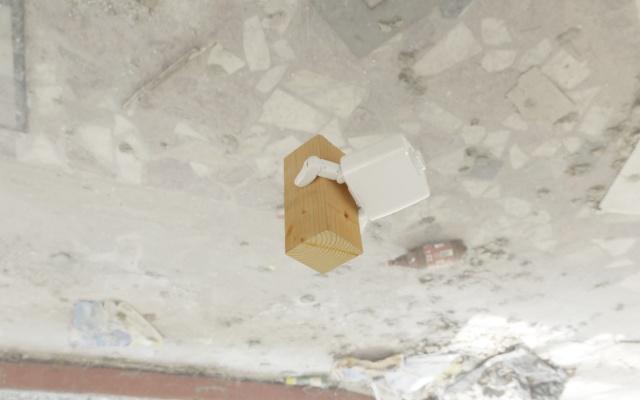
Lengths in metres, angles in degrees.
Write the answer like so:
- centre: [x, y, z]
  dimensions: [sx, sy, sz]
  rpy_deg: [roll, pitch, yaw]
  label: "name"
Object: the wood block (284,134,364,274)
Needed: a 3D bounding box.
- centre: [0.000, 0.002, 0.796]
  dimensions: [0.090, 0.206, 0.091]
  rpy_deg: [-32, -48, 28]
  label: "wood block"
